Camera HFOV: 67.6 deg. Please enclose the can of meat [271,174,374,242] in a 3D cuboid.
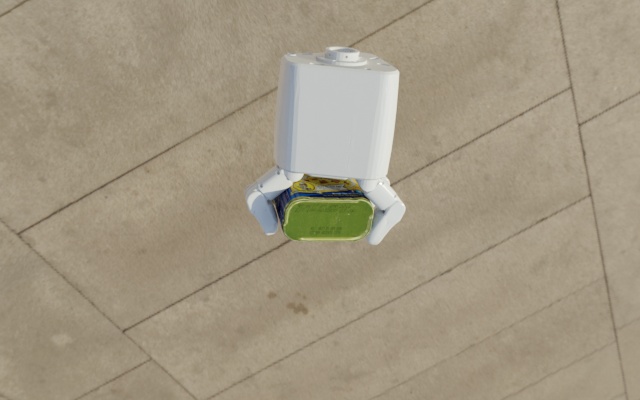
[{"bbox_3d":[0.000,0.002,0.526,0.102,0.057,0.084,0,28,-15],"label":"can of meat"}]
